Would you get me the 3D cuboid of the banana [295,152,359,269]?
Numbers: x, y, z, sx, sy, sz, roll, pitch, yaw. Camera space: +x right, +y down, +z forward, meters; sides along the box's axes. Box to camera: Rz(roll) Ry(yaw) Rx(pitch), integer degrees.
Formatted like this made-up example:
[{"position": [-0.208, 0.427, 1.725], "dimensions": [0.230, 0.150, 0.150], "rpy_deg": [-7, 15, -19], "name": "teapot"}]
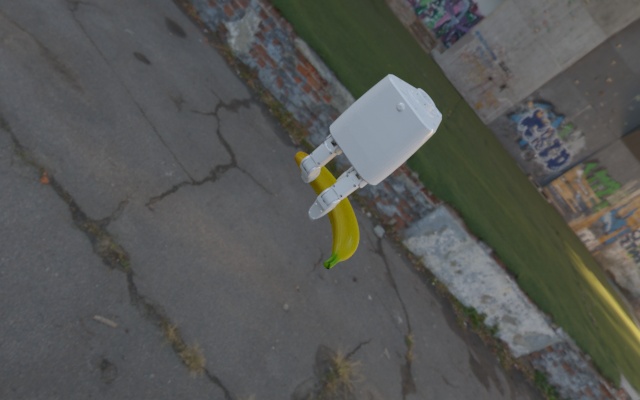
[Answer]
[{"position": [0.015, 0.008, 0.694], "dimensions": [0.069, 0.197, 0.037], "rpy_deg": [14, -44, -40], "name": "banana"}]
